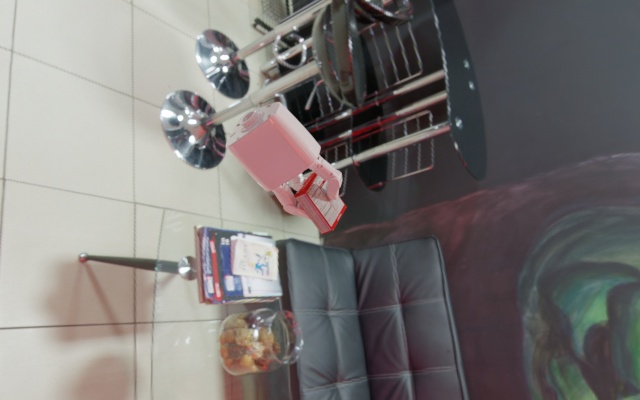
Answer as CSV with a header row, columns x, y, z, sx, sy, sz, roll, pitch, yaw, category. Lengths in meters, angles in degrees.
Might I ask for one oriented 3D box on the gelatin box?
x,y,z,sx,sy,sz,roll,pitch,yaw,category
0.001,0.003,0.836,0.030,0.089,0.073,-24,21,36,gelatin box
